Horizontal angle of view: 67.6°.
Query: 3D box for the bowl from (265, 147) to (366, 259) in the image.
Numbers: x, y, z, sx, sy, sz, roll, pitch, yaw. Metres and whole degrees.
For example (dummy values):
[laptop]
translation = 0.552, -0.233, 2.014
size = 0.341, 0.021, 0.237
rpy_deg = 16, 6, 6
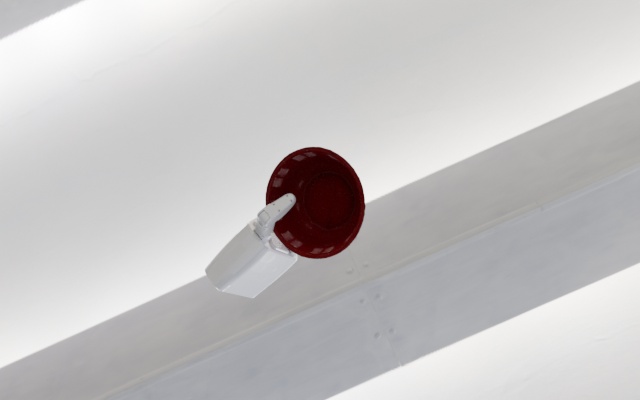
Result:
[bowl]
translation = 0.001, 0.002, 0.704
size = 0.162, 0.162, 0.055
rpy_deg = 0, 4, 28
